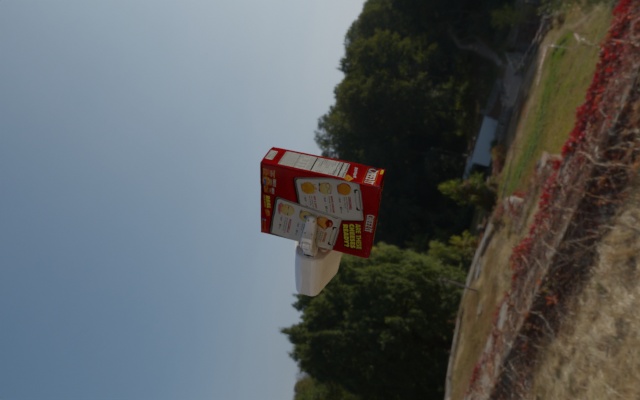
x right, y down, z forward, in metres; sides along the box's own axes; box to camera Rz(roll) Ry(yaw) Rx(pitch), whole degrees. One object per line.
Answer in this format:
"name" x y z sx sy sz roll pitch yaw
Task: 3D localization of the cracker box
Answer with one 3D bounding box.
"cracker box" 0.000 0.003 0.870 0.213 0.164 0.072 12 38 10
